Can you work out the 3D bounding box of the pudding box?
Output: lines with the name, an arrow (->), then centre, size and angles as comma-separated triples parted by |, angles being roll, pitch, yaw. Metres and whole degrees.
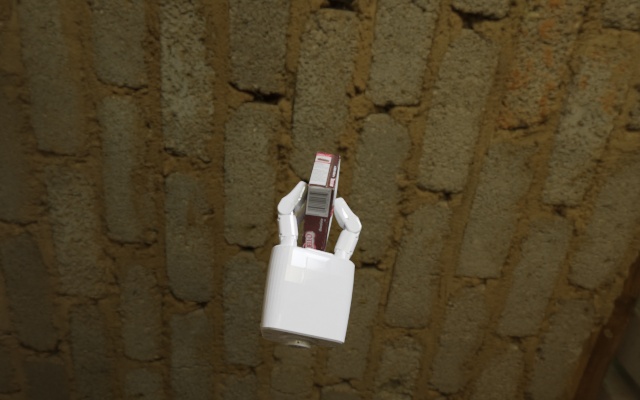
pudding box -> 0.000, 0.002, 0.675 | 0.039, 0.114, 0.090 | 10, 36, 0
